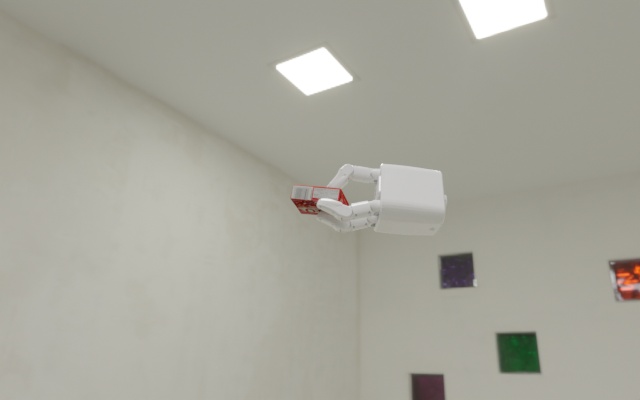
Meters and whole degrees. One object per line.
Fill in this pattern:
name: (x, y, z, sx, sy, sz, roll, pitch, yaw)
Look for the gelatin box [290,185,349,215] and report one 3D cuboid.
gelatin box: (0.000, 0.002, 0.833, 0.089, 0.030, 0.073, 5, -20, 15)
